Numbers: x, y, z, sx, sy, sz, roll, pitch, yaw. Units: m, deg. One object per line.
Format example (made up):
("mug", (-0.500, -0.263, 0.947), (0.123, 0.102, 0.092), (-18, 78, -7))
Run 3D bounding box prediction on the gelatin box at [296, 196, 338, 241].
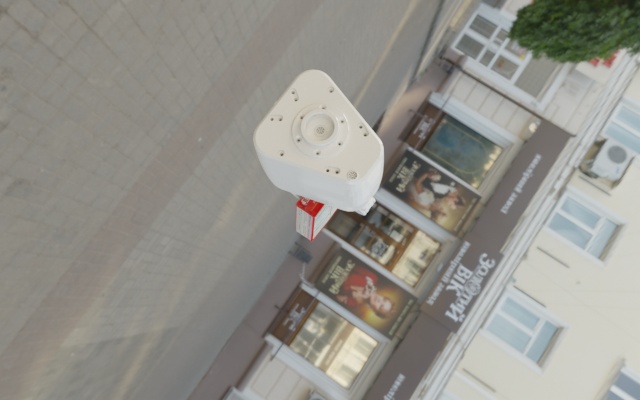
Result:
("gelatin box", (0.000, 0.002, 0.592), (0.030, 0.073, 0.089), (33, -21, 12))
